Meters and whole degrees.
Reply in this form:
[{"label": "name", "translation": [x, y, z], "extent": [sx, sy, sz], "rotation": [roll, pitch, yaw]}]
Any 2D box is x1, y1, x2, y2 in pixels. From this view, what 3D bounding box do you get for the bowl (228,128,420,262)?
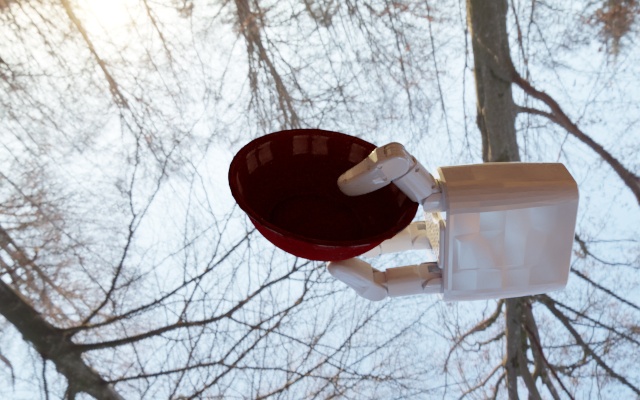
[{"label": "bowl", "translation": [-0.001, 0.001, 0.416], "extent": [0.162, 0.055, 0.162], "rotation": [7, 39, -5]}]
